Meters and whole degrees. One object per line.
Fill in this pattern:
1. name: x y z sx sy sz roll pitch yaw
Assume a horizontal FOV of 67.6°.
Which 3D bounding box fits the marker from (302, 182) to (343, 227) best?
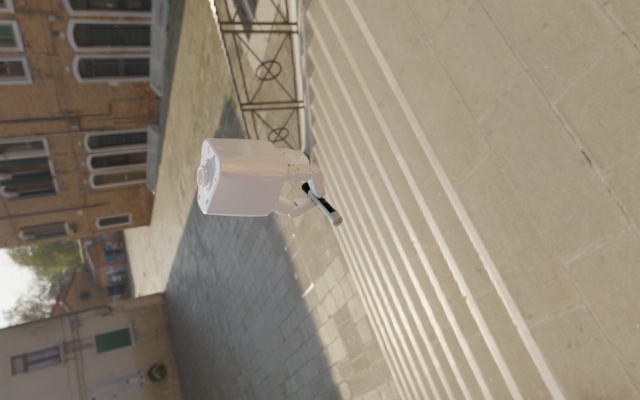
1. marker: 0.000 0.003 0.781 0.020 0.020 0.121 0 30 -31
